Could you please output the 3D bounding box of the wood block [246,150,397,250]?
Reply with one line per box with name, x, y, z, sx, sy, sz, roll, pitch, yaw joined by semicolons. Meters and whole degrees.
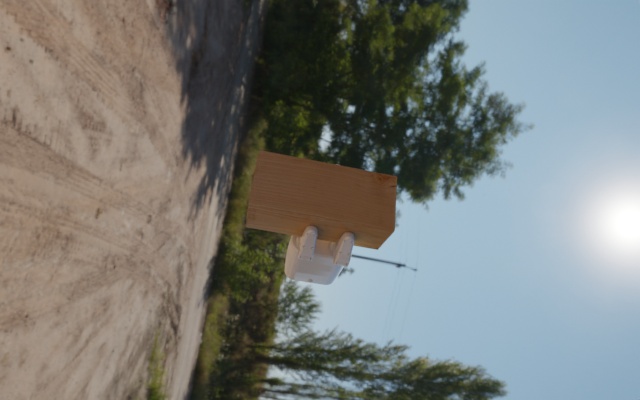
wood block;0.000;0.002;0.711;0.206;0.090;0.090;10;-26;-7
